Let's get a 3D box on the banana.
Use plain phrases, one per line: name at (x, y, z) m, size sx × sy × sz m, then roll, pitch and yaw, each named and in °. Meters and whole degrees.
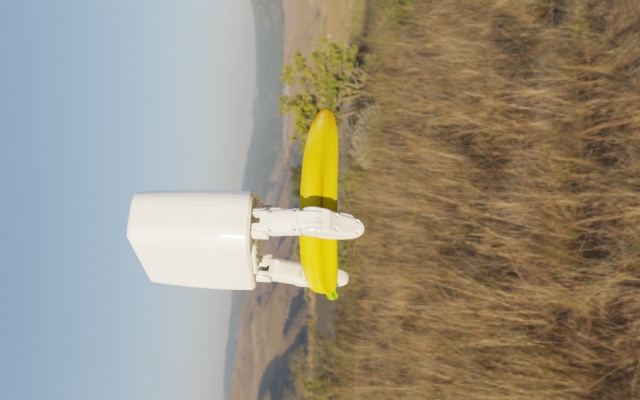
banana at (-0.001, 0.005, 0.467) m, size 0.037 × 0.198 × 0.069 m, roll 0°, pitch 2°, yaw 3°
